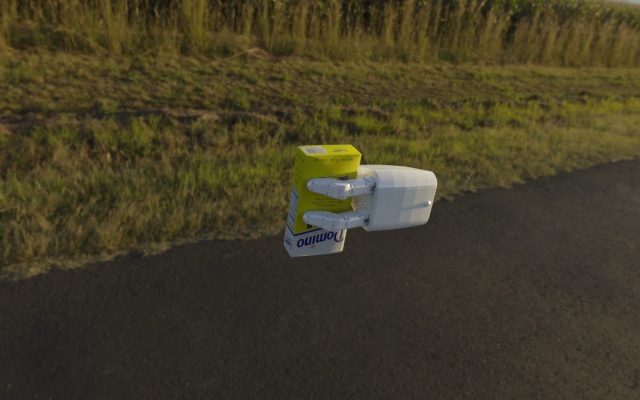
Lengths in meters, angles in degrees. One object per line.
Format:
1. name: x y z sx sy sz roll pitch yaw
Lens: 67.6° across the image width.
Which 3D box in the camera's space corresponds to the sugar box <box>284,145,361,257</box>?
1. sugar box: 0.000 0.003 0.741 0.093 0.176 0.048 -4 27 -22
